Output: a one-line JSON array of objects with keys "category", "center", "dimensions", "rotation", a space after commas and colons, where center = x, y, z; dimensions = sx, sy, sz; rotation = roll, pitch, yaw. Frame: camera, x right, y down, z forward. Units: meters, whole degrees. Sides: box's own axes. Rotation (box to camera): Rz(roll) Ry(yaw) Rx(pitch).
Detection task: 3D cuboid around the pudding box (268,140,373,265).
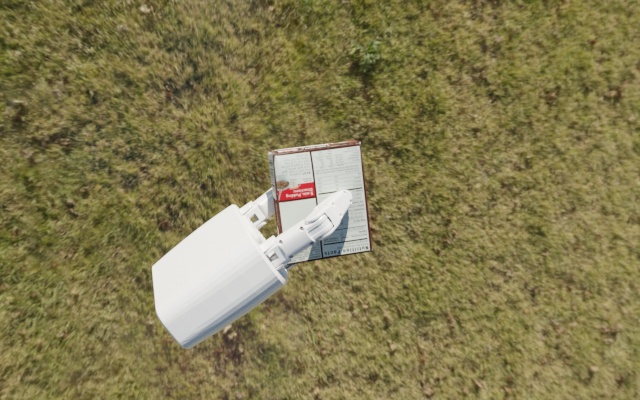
[{"category": "pudding box", "center": [0.000, 0.002, 0.473], "dimensions": [0.090, 0.113, 0.039], "rotation": [-8, 10, -10]}]
